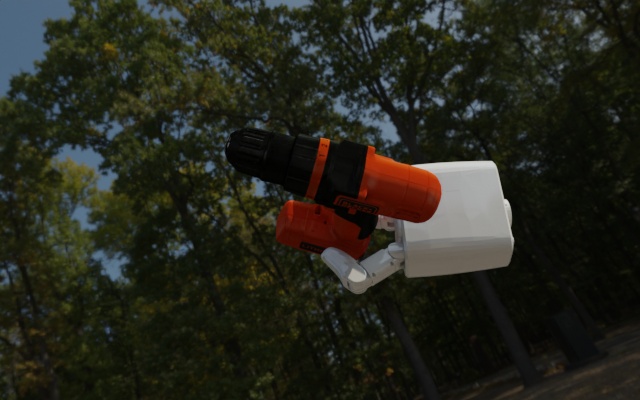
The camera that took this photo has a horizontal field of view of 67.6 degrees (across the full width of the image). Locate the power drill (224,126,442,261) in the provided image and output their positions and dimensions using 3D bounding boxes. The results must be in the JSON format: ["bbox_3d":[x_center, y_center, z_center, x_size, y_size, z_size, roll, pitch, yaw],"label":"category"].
[{"bbox_3d":[0.000,0.002,0.463,0.184,0.057,0.188,16,-21,-3],"label":"power drill"}]
